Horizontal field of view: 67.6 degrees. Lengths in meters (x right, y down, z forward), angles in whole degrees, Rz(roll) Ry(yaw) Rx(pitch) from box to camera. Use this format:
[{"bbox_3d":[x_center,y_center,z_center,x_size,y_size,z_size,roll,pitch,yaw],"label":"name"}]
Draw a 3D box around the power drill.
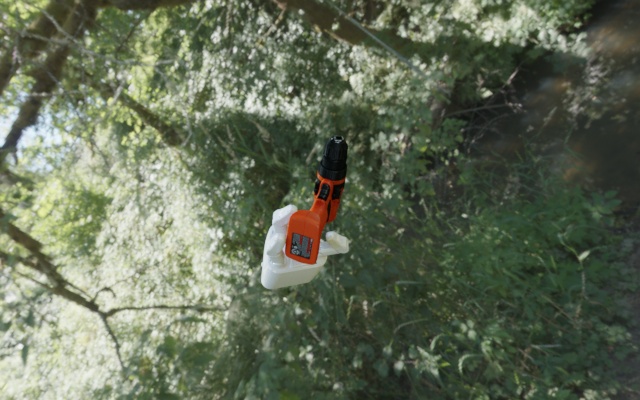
[{"bbox_3d":[0.000,0.003,0.818,0.057,0.185,0.187,16,39,11],"label":"power drill"}]
